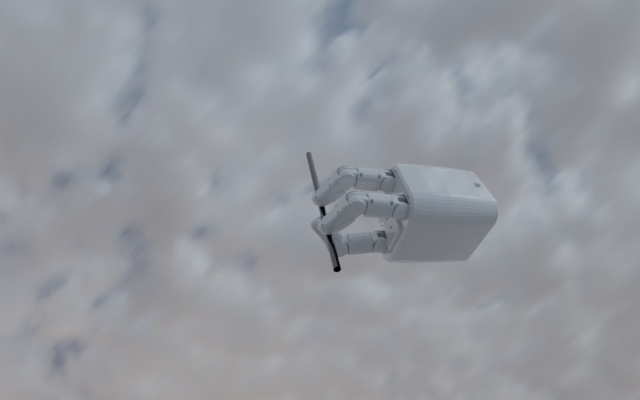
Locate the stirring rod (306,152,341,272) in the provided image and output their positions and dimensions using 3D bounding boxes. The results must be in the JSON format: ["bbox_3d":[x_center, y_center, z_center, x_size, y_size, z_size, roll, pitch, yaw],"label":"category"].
[{"bbox_3d":[0.000,0.002,0.575,0.011,0.011,0.239,0,34,-10],"label":"stirring rod"}]
